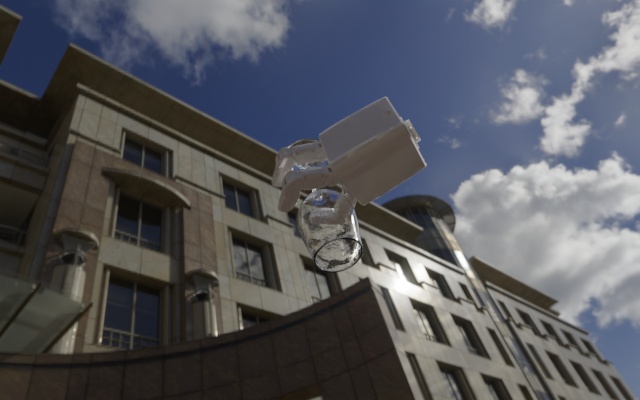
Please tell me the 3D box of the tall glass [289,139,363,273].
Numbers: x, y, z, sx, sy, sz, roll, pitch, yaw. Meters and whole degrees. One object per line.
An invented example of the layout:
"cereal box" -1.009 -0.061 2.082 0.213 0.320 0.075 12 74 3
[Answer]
"tall glass" 0.000 0.002 0.650 0.079 0.079 0.201 0 41 -17
